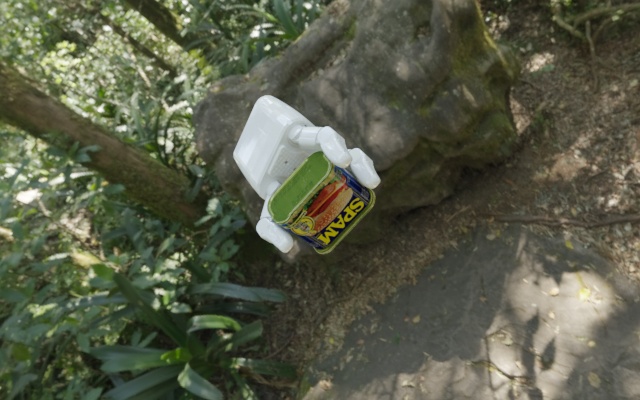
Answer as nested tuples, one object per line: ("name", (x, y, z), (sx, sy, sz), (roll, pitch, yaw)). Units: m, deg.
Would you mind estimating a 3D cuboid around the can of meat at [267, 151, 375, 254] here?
("can of meat", (0.000, 0.002, 0.563), (0.084, 0.102, 0.057), (36, 11, -41))
